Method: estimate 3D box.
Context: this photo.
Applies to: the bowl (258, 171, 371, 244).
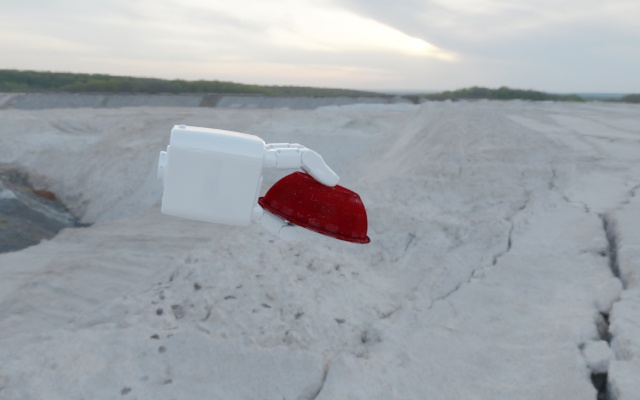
[{"bbox_3d":[0.001,0.002,0.637,0.162,0.055,0.162,21,6,-2],"label":"bowl"}]
